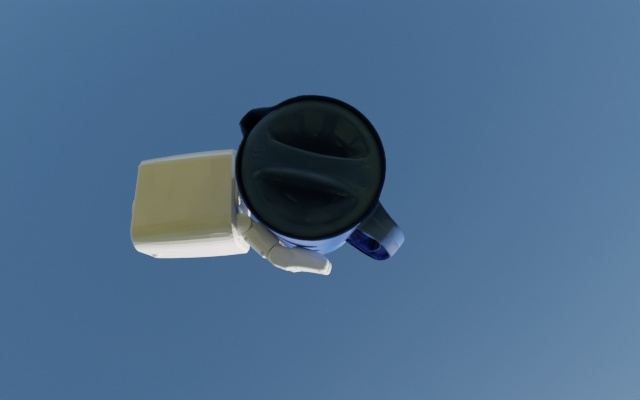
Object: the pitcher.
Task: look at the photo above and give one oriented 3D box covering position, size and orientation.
[{"bbox_3d":[0.000,0.002,0.526,0.145,0.149,0.243,-6,-13,-1],"label":"pitcher"}]
